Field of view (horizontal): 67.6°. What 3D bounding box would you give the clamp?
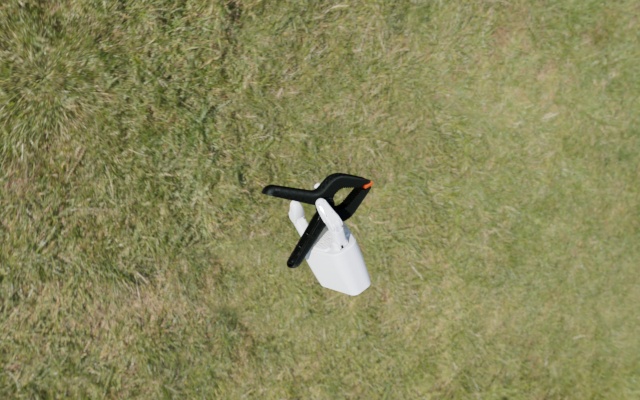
[{"bbox_3d":[0.001,0.003,0.839,0.210,0.165,0.036,-34,33,-18],"label":"clamp"}]
